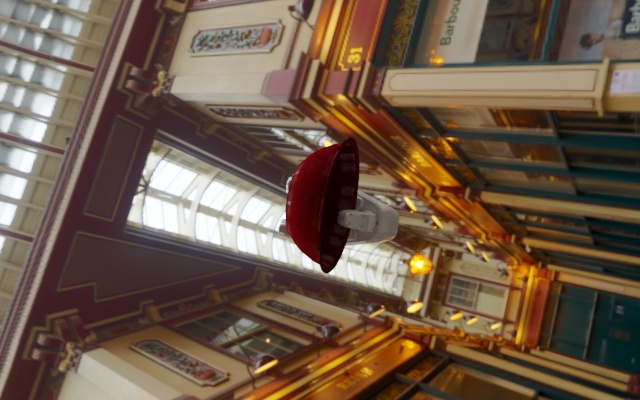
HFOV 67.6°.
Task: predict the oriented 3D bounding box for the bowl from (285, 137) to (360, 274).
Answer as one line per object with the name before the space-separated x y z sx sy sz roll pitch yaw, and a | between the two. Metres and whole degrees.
bowl | -0.001 0.001 0.565 0.055 0.162 0.162 11 3 15
